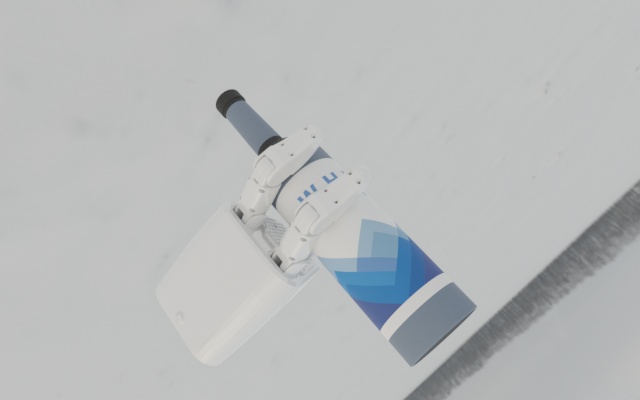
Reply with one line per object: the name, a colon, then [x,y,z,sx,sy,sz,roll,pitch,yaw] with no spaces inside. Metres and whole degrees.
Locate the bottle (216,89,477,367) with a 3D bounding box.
bottle: [0.000,0.001,0.410,0.295,0.069,0.069,47,23,23]
